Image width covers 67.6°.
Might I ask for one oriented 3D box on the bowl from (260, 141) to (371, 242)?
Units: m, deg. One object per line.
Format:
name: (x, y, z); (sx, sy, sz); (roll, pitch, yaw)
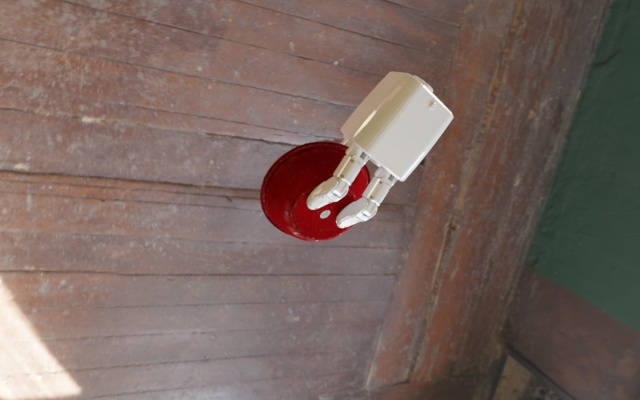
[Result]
bowl: (0.000, 0.003, 0.659); (0.162, 0.162, 0.055); (0, 33, -16)
